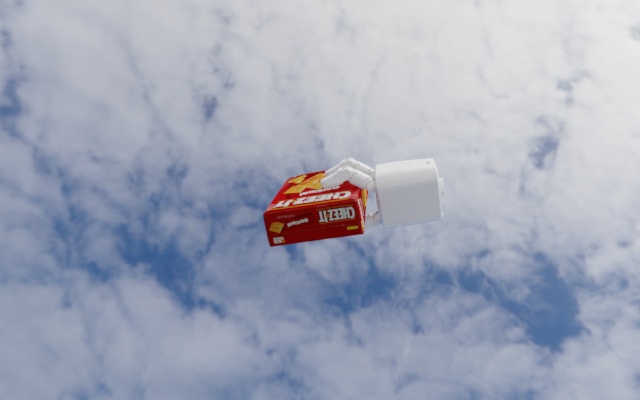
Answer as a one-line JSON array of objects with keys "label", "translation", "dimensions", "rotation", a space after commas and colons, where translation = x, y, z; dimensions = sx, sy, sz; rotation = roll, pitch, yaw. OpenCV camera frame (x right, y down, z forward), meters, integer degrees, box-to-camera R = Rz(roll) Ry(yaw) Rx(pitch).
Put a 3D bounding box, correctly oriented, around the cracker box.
[{"label": "cracker box", "translation": [0.000, 0.003, 0.884], "dimensions": [0.164, 0.072, 0.213], "rotation": [-9, 17, 11]}]
